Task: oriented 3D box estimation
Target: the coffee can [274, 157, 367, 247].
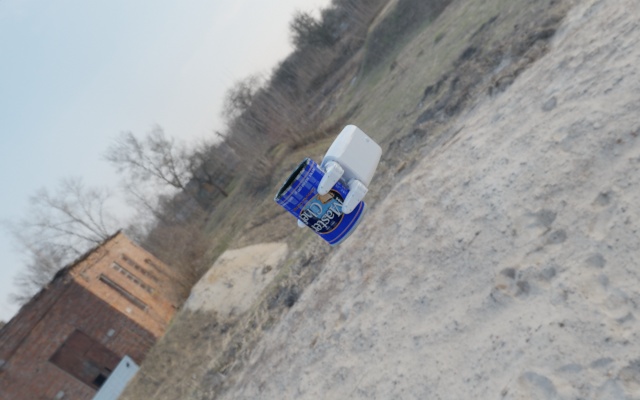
[{"bbox_3d":[0.000,0.003,0.879,0.140,0.103,0.103,39,-9,-11],"label":"coffee can"}]
